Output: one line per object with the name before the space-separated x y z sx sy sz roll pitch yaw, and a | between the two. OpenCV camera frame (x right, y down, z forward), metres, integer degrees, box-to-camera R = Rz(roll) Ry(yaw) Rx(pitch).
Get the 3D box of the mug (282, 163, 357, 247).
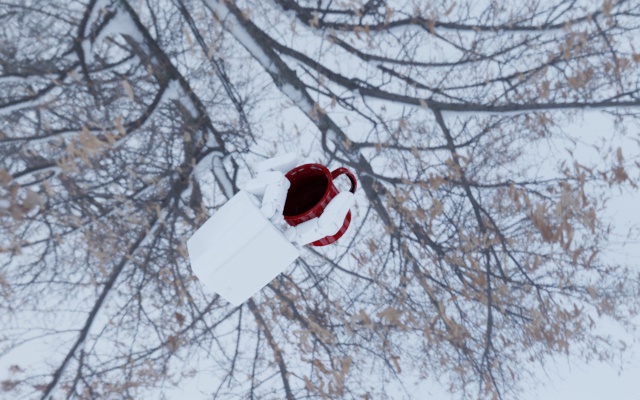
mug | 0.001 0.001 0.652 0.093 0.117 0.081 47 -4 47
